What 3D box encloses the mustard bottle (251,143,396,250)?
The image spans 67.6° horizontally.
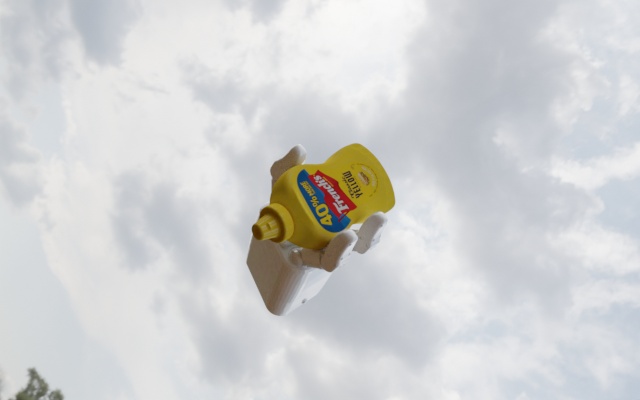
[{"bbox_3d":[0.000,0.001,0.540,0.191,0.096,0.058,-26,-5,-41],"label":"mustard bottle"}]
